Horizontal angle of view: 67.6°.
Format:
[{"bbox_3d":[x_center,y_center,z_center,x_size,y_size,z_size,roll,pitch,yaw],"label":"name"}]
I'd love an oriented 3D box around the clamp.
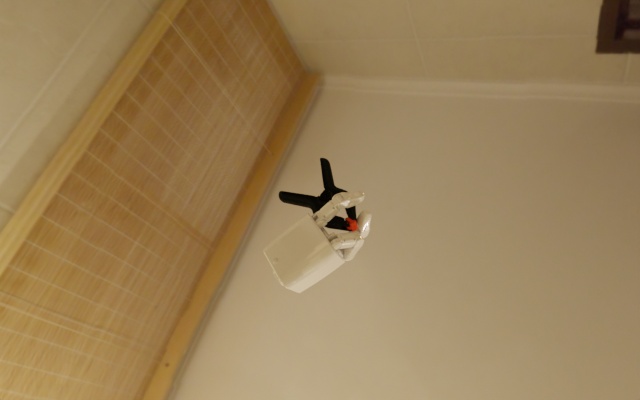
[{"bbox_3d":[0.001,0.003,0.888,0.120,0.171,0.039,-37,-38,1],"label":"clamp"}]
